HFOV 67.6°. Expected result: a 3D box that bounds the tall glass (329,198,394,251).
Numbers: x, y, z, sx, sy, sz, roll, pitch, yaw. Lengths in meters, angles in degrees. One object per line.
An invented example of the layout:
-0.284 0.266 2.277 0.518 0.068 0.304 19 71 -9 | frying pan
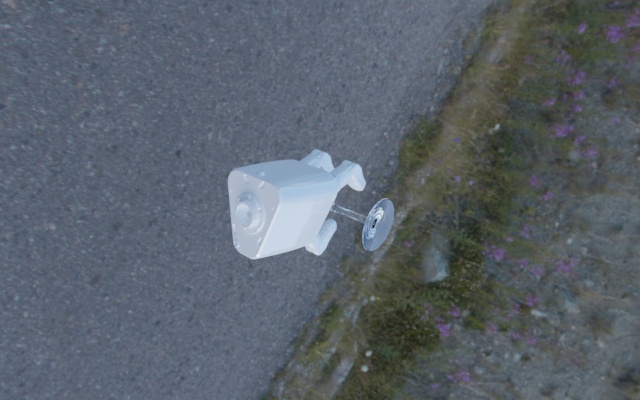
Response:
0.001 0.002 0.684 0.201 0.079 0.079 22 12 34 | tall glass
